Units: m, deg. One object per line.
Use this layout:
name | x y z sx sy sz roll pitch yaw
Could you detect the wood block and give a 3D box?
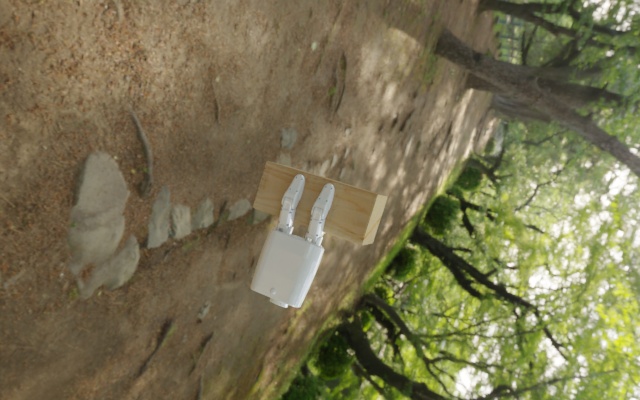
wood block | 0.000 0.003 0.841 0.206 0.090 0.091 18 3 18
